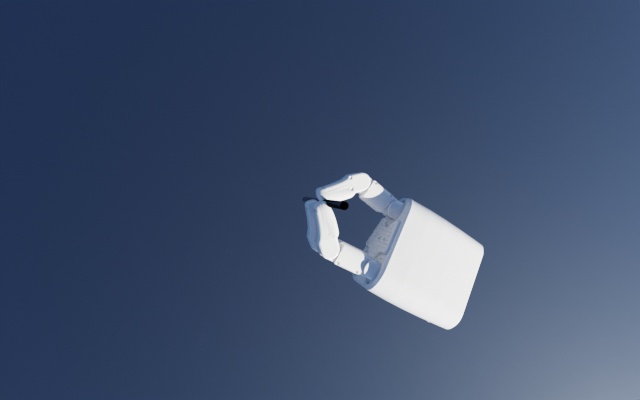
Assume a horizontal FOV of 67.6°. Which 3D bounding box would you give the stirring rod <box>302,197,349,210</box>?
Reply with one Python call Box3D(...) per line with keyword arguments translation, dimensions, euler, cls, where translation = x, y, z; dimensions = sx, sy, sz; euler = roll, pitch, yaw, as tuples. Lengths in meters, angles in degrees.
Box3D(translation=(0.000, 0.002, 0.544), dimensions=(0.011, 0.011, 0.239), euler=(0, 1, -10), cls="stirring rod")
